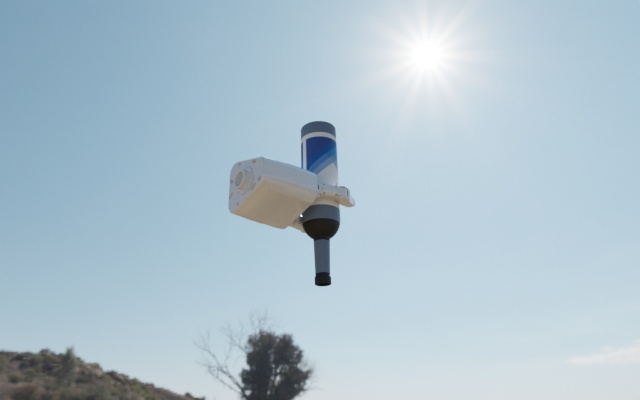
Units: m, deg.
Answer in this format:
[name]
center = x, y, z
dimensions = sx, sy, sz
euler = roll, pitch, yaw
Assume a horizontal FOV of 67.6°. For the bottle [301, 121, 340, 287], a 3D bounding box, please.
[bottle]
center = 0.000, 0.003, 0.836
dimensions = 0.069, 0.295, 0.069
euler = -1, -24, -1
